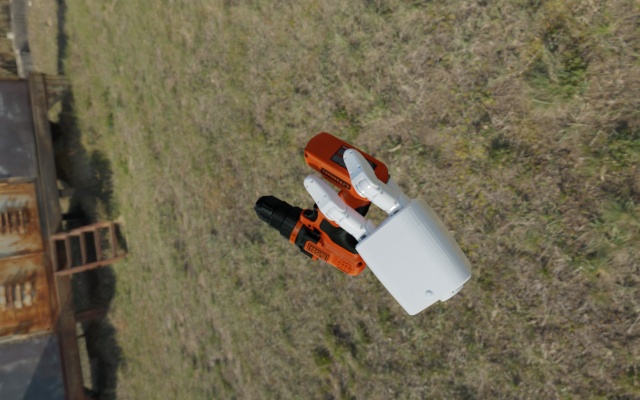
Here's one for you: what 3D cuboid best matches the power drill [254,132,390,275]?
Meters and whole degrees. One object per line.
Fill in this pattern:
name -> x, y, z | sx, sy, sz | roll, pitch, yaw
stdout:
power drill -> 0.000, 0.002, 0.638 | 0.184, 0.188, 0.057 | 29, 49, 9
